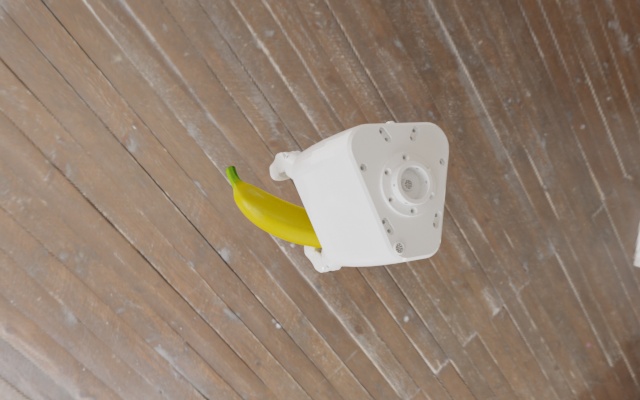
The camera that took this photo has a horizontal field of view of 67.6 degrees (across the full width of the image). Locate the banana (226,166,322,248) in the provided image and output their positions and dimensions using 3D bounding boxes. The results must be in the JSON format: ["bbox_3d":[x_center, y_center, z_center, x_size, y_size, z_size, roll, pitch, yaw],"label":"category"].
[{"bbox_3d":[-0.005,0.017,0.496,0.198,0.069,0.037,17,-30,-17],"label":"banana"}]
